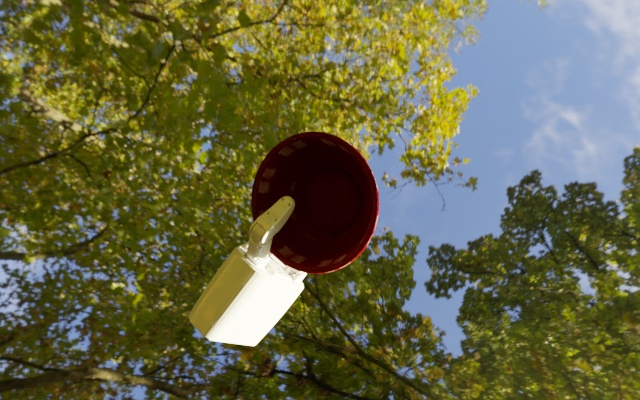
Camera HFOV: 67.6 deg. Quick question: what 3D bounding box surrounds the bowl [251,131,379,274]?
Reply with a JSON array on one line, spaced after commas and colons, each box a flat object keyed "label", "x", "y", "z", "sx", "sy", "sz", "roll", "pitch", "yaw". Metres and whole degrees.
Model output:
[{"label": "bowl", "x": 0.001, "y": 0.001, "z": 0.562, "sx": 0.162, "sy": 0.162, "sz": 0.055, "roll": 0, "pitch": 2, "yaw": 26}]
